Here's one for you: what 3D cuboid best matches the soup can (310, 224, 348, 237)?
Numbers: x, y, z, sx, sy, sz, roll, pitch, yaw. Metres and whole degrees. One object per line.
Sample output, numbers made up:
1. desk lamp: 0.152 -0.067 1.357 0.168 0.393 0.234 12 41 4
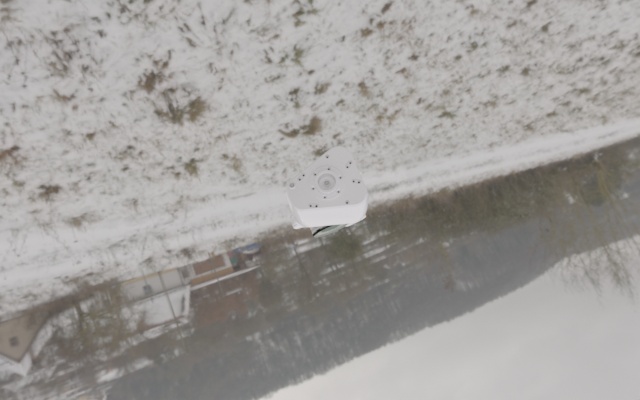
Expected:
1. soup can: 0.000 0.003 0.805 0.068 0.102 0.068 -22 -13 -5
